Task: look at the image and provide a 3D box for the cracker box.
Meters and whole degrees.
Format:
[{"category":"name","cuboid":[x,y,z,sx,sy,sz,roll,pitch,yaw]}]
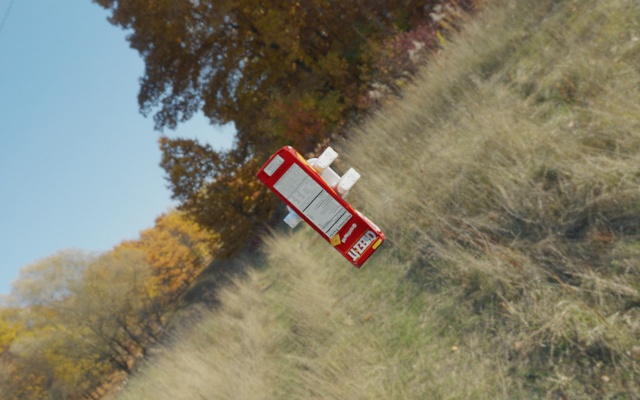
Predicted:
[{"category":"cracker box","cuboid":[0.000,0.003,0.793,0.214,0.072,0.164,42,3,-5]}]
